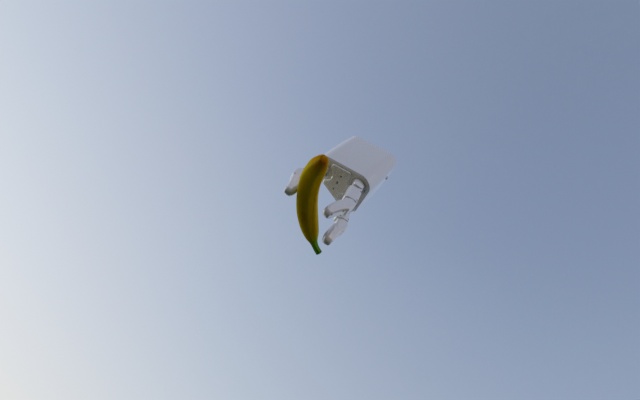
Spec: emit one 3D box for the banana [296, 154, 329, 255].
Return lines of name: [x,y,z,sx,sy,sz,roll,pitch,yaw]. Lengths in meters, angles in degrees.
banana: [-0.013,-0.003,0.800,0.037,0.198,0.069,-28,46,-34]
